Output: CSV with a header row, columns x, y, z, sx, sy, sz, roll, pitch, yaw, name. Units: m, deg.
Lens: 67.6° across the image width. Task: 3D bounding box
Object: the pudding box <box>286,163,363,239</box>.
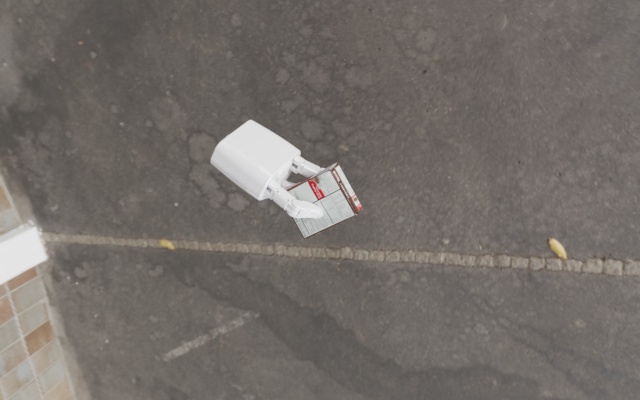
x,y,z,sx,sy,sz,roll,pitch,yaw,name
0.000,0.003,0.798,0.113,0.090,0.039,-26,8,29,pudding box
